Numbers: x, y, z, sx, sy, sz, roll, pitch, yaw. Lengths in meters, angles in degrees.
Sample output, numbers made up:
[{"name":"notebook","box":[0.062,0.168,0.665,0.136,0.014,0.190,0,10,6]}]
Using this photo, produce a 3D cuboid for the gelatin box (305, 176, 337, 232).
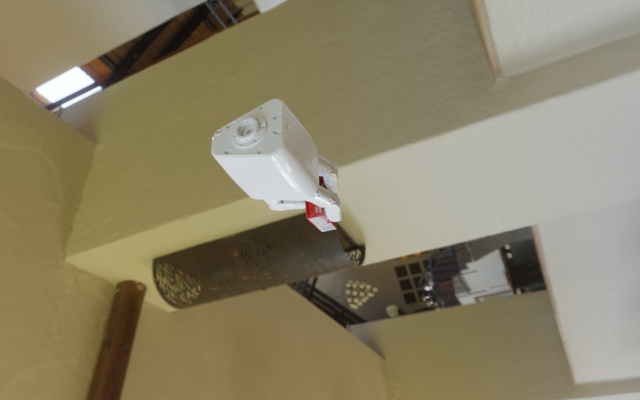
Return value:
[{"name":"gelatin box","box":[0.000,0.003,0.752,0.030,0.073,0.089,-11,-20,13]}]
